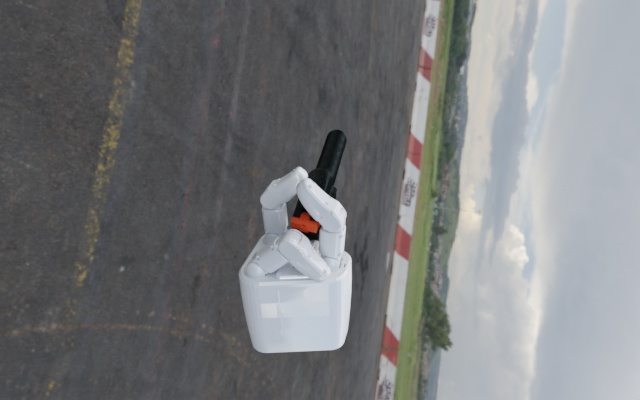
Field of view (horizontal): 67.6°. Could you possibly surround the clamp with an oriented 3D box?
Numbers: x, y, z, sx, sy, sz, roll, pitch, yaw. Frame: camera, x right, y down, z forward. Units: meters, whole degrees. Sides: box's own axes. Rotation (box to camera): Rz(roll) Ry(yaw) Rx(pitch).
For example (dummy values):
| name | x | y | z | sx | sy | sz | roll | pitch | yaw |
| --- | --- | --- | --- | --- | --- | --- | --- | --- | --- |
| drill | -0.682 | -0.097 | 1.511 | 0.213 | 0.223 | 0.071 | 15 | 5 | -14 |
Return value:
| name | x | y | z | sx | sy | sz | roll | pitch | yaw |
| --- | --- | --- | --- | --- | --- | --- | --- | --- | --- |
| clamp | 0.001 | 0.002 | 0.552 | 0.039 | 0.120 | 0.171 | 7 | 32 | 14 |
